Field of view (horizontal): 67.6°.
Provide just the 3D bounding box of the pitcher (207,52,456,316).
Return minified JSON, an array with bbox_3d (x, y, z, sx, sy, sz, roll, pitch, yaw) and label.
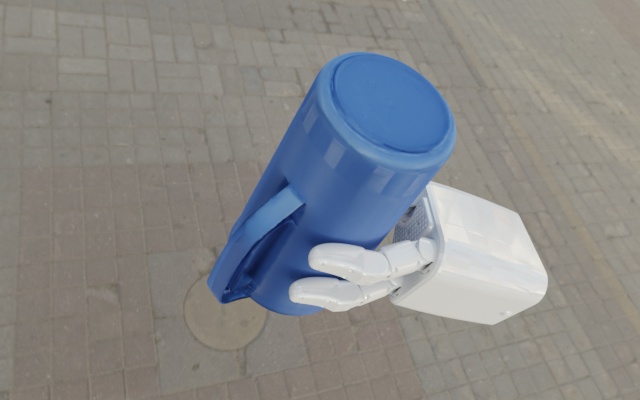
[{"bbox_3d":[0.000,0.001,0.409,0.145,0.149,0.243,16,-38,-13],"label":"pitcher"}]
